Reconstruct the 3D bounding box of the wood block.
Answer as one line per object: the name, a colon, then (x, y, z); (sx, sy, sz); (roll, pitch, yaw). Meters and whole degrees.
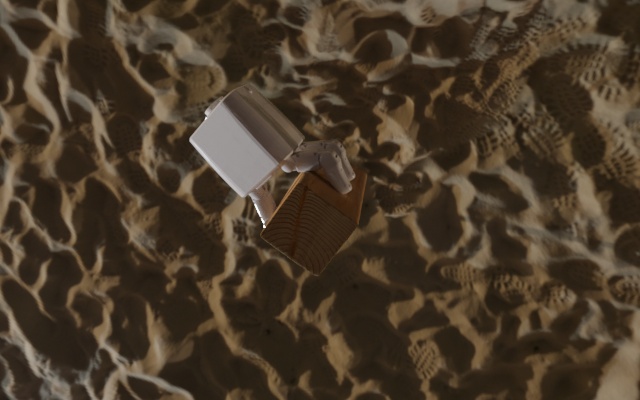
wood block: (0.000, 0.002, 0.663); (0.090, 0.091, 0.206); (35, 21, -5)
